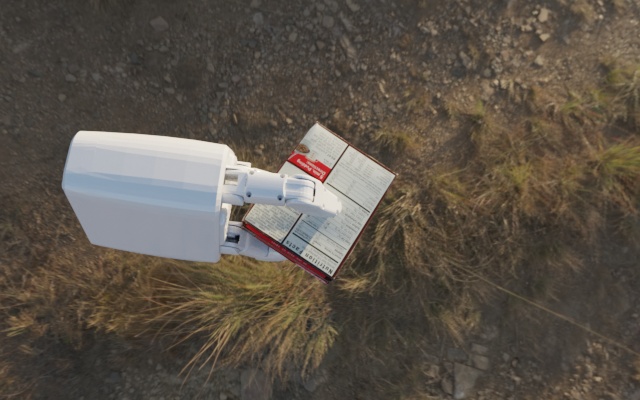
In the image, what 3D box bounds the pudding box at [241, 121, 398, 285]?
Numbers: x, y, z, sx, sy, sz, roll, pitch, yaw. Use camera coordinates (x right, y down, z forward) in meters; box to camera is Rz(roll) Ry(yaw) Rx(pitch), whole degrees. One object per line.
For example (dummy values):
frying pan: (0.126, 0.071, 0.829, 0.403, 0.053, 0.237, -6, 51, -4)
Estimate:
pudding box: (0.000, 0.001, 0.410, 0.090, 0.113, 0.039, 34, -16, 1)
